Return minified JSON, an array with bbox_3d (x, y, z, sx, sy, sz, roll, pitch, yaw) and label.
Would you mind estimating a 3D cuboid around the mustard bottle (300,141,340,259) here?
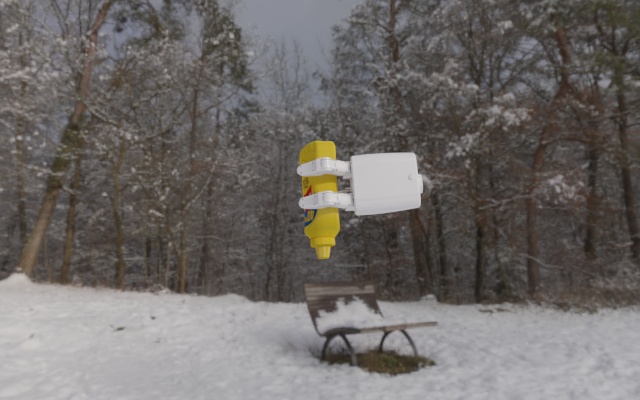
[{"bbox_3d":[0.000,0.002,0.811,0.058,0.191,0.096,0,-13,-19],"label":"mustard bottle"}]
